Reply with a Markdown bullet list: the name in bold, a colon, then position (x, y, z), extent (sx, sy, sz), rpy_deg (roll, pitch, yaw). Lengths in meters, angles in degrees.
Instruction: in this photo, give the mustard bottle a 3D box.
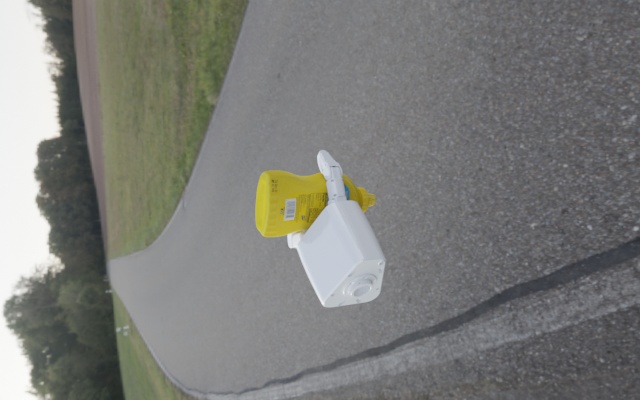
- **mustard bottle**: position (0.000, 0.002, 0.729), extent (0.191, 0.096, 0.058), rpy_deg (-2, 21, -26)
